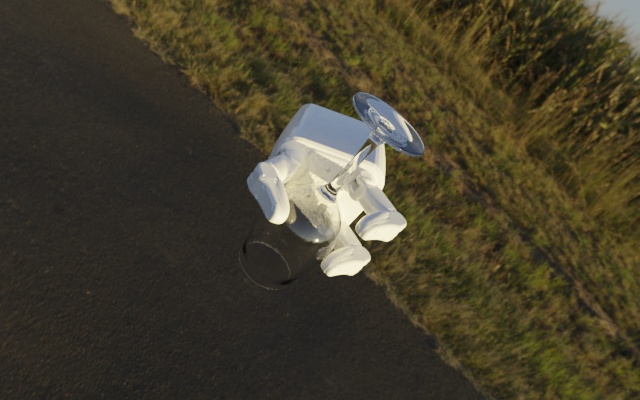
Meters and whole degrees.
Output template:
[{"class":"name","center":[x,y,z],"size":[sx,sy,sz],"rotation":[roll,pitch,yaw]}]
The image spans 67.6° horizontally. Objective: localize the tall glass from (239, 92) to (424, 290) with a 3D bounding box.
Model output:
[{"class":"tall glass","center":[0.000,0.001,0.439],"size":[0.079,0.079,0.201],"rotation":[0,-41,-49]}]
